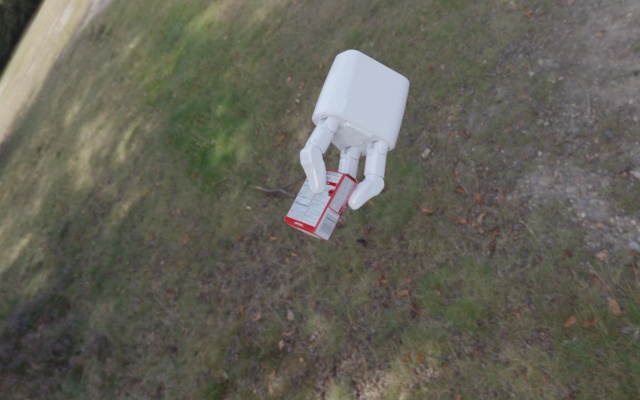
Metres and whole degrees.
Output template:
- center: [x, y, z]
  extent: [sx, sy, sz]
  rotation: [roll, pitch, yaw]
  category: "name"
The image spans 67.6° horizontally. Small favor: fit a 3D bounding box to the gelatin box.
- center: [0.000, 0.002, 0.630]
  extent: [0.030, 0.089, 0.073]
  rotation: [34, -11, -36]
  category: "gelatin box"
